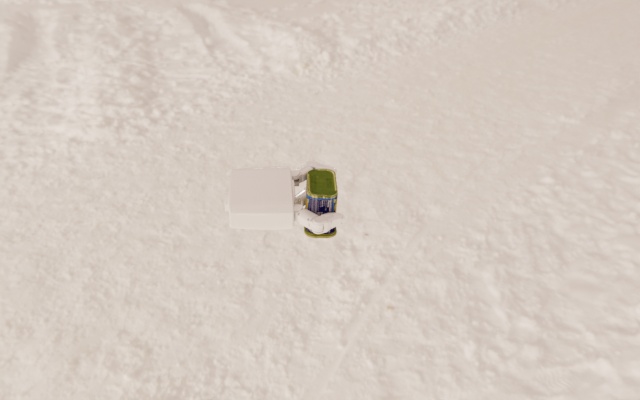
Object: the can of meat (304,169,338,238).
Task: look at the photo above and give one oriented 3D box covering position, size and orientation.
[{"bbox_3d":[0.000,0.002,0.833,0.057,0.084,0.102,1,31,-4],"label":"can of meat"}]
